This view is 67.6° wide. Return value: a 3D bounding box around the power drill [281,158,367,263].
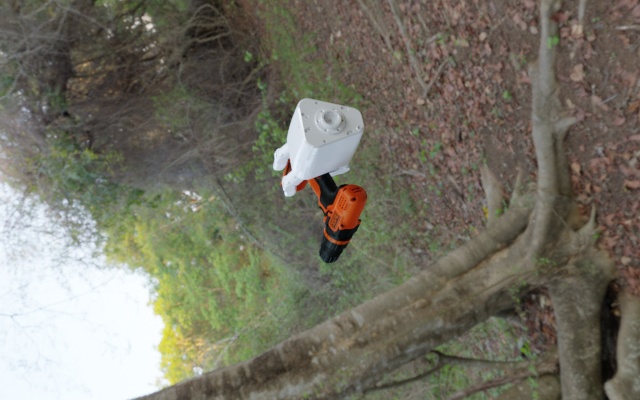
[{"bbox_3d":[0.000,0.002,0.893,0.057,0.185,0.187,-16,52,-37],"label":"power drill"}]
